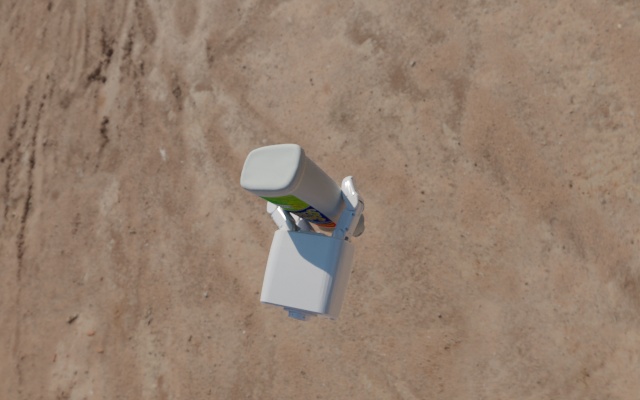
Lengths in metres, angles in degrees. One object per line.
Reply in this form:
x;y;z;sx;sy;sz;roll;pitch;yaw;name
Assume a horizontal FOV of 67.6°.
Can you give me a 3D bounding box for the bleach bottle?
0.000;0.002;0.711;0.102;0.068;0.251;0;-21;37;bleach bottle
